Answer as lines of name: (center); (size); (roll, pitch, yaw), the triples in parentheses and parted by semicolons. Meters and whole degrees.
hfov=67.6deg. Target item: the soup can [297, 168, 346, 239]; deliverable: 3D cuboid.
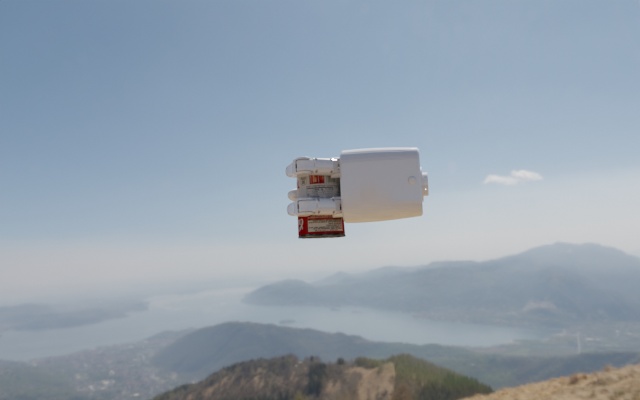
soup can: (0.000, 0.002, 0.685); (0.068, 0.102, 0.068); (-2, -6, 0)
